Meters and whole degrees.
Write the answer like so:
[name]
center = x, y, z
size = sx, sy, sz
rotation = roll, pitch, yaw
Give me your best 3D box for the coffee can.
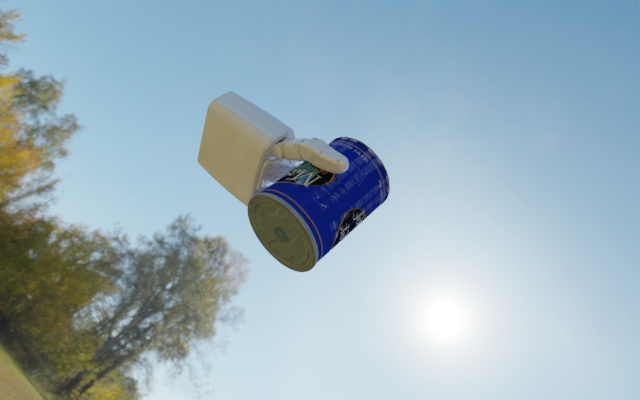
[coffee can]
center = 0.000, 0.002, 0.562
size = 0.103, 0.103, 0.140
rotation = 0, 31, 49
